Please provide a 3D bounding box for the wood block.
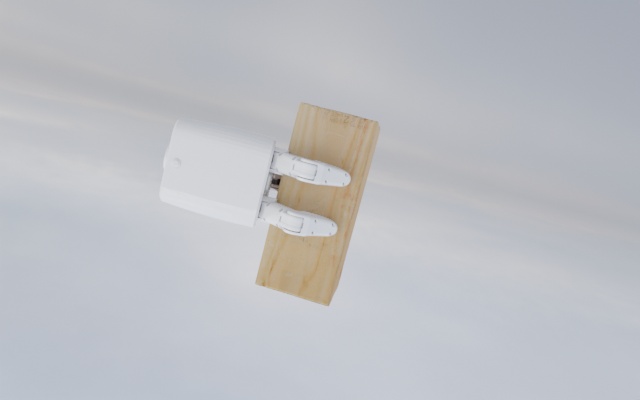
[{"bbox_3d":[0.000,0.002,0.557,0.090,0.206,0.091,15,7,6],"label":"wood block"}]
